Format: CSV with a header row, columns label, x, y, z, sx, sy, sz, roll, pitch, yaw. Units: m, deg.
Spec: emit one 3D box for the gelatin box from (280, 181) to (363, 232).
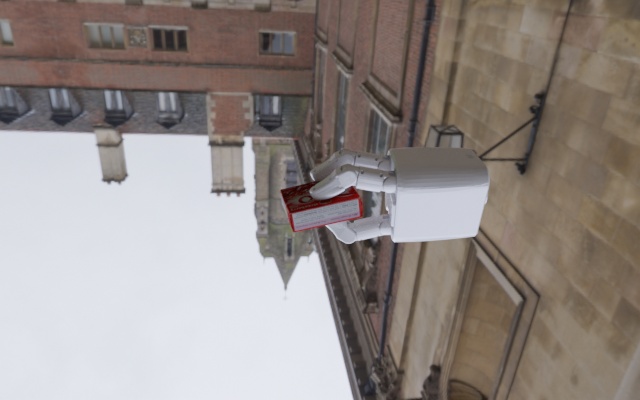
label,x,y,z,sx,sy,sz,roll,pitch,yaw
gelatin box,0.000,0.002,0.588,0.089,0.030,0.073,-13,26,-8
